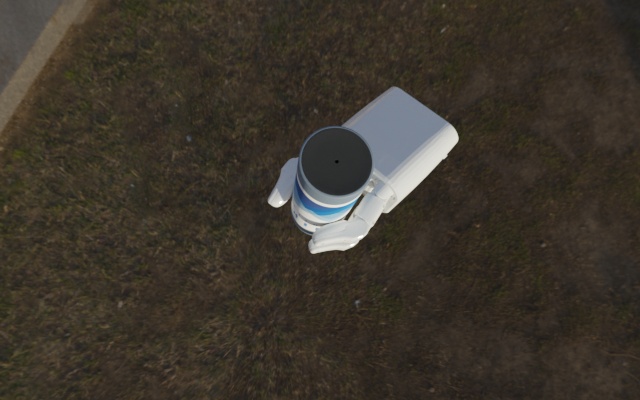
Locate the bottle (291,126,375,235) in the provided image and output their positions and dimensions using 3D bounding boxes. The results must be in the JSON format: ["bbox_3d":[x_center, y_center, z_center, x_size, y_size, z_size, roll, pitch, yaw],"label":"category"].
[{"bbox_3d":[0.000,0.002,0.553,0.069,0.069,0.296,0,-14,-6],"label":"bottle"}]
